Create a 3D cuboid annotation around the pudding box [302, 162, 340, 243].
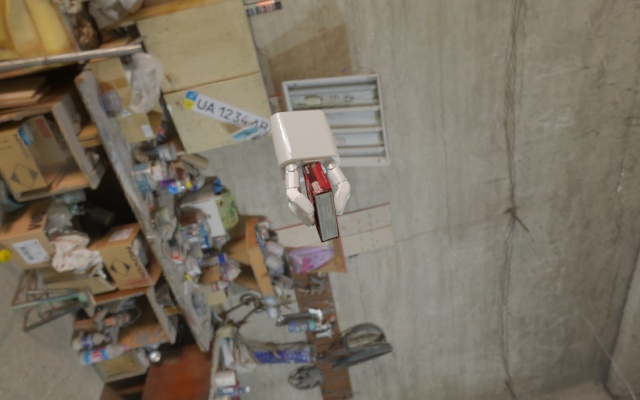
[{"bbox_3d":[0.000,0.003,0.840,0.039,0.114,0.090,-16,40,-4],"label":"pudding box"}]
